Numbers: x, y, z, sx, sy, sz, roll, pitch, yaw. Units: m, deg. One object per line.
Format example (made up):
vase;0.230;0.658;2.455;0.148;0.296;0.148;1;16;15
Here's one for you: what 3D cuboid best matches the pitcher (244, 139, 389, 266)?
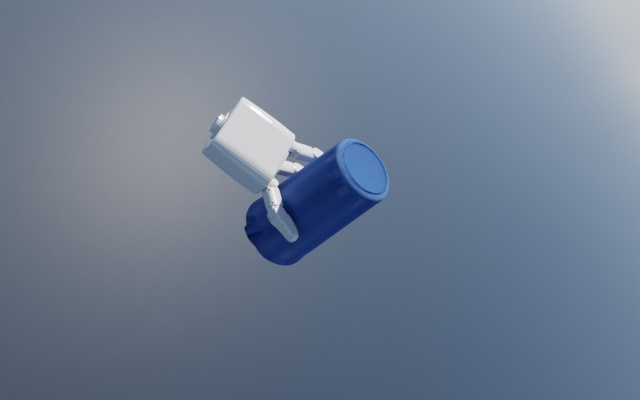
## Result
pitcher;0.000;0.003;0.791;0.145;0.149;0.243;39;-47;-18
